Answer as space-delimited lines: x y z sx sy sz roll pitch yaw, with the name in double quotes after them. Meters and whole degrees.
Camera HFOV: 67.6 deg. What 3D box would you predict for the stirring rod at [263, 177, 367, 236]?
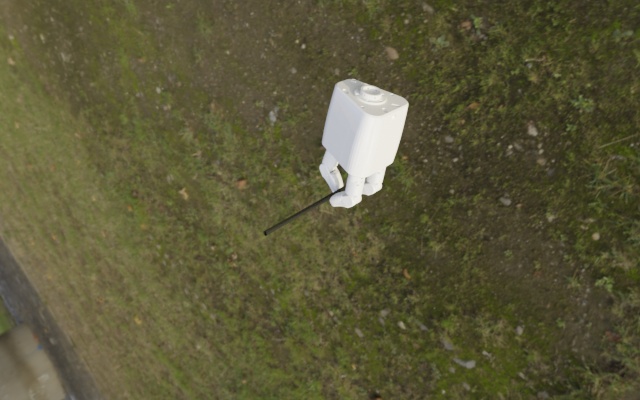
0.000 0.002 0.778 0.239 0.011 0.011 -29 19 -39 "stirring rod"
